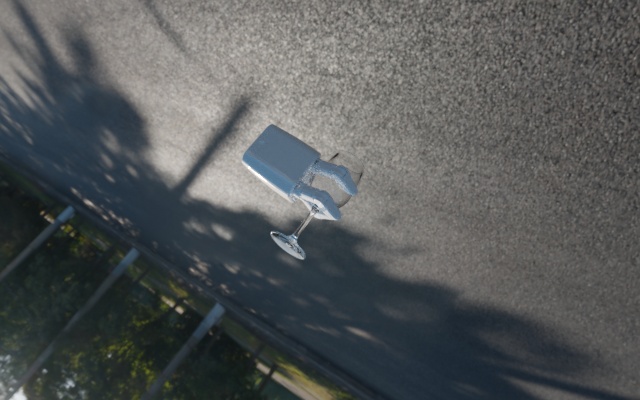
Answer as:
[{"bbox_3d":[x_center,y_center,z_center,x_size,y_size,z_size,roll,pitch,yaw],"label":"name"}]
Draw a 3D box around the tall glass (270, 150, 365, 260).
[{"bbox_3d":[0.000,0.003,0.844,0.079,0.201,0.079,31,-23,15],"label":"tall glass"}]
